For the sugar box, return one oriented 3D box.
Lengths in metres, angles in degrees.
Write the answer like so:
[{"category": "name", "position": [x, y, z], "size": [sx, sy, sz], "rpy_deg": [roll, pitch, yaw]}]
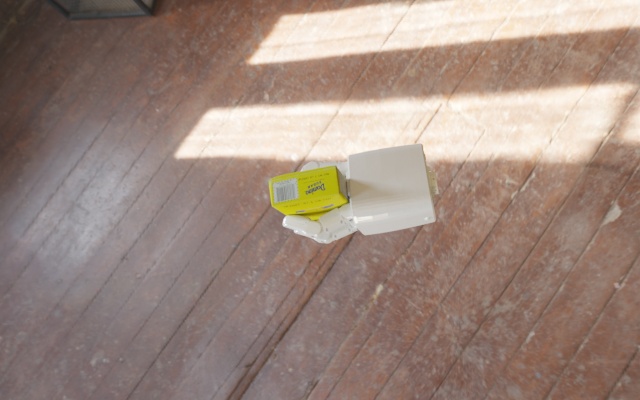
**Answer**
[{"category": "sugar box", "position": [0.000, 0.003, 0.685], "size": [0.093, 0.048, 0.176], "rpy_deg": [-10, -18, 13]}]
